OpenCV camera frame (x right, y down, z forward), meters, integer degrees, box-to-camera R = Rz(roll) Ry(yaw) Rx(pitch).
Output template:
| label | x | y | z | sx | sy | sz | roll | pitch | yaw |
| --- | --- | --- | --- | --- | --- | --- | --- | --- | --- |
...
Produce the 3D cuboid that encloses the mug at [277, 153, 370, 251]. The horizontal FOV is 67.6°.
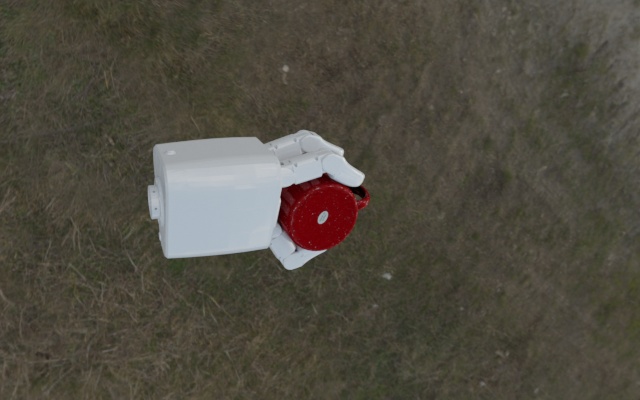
| label | x | y | z | sx | sy | sz | roll | pitch | yaw |
| --- | --- | --- | --- | --- | --- | --- | --- | --- | --- |
| mug | 0.001 | 0.002 | 0.534 | 0.117 | 0.093 | 0.081 | -7 | 28 | -23 |
